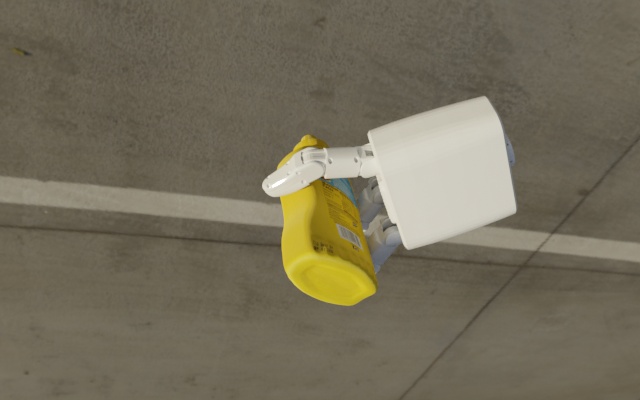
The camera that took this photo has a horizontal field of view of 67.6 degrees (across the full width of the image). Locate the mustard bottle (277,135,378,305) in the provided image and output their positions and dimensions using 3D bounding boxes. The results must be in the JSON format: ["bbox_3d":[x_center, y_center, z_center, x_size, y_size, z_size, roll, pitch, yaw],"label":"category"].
[{"bbox_3d":[0.000,0.002,0.468,0.058,0.191,0.096,-36,-49,26],"label":"mustard bottle"}]
